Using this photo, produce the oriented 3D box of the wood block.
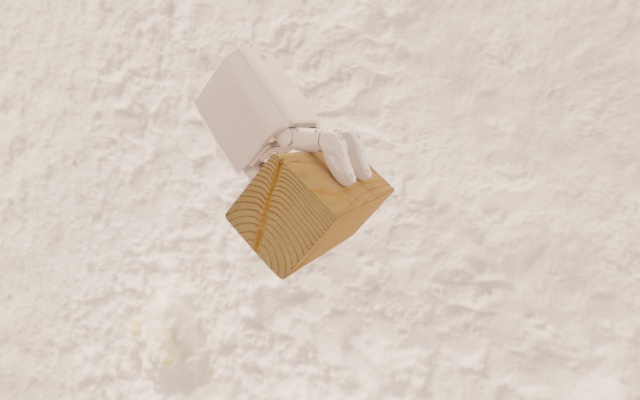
[{"bbox_3d":[0.000,0.002,0.546,0.091,0.090,0.206,-49,-12,22],"label":"wood block"}]
